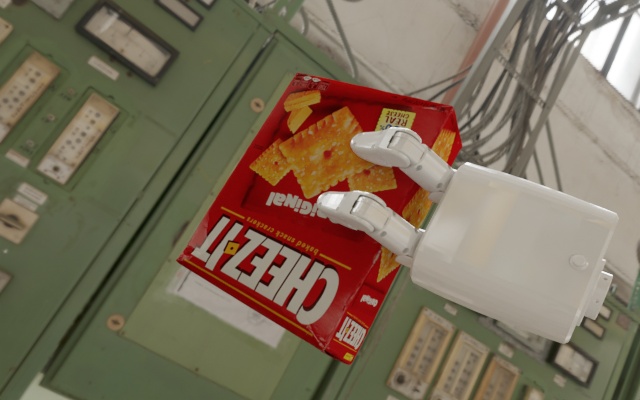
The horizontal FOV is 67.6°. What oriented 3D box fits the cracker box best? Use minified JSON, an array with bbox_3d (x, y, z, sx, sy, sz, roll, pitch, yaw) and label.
[{"bbox_3d":[0.000,0.001,0.414,0.164,0.213,0.072,22,-16,31],"label":"cracker box"}]
